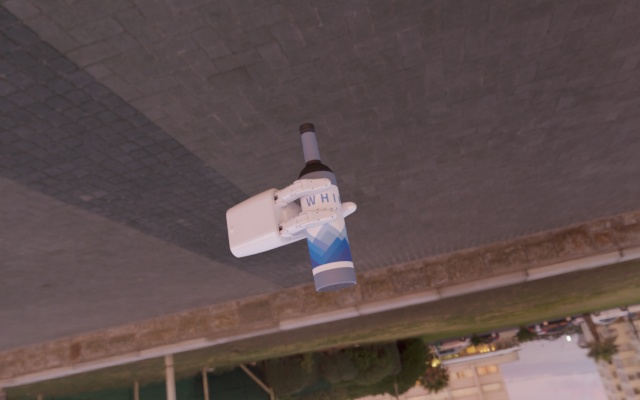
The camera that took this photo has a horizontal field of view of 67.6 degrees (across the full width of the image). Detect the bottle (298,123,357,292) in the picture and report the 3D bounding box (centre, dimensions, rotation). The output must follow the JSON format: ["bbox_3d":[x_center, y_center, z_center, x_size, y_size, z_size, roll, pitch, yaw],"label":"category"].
[{"bbox_3d":[0.000,0.003,0.816,0.069,0.295,0.069,-9,-19,-3],"label":"bottle"}]
